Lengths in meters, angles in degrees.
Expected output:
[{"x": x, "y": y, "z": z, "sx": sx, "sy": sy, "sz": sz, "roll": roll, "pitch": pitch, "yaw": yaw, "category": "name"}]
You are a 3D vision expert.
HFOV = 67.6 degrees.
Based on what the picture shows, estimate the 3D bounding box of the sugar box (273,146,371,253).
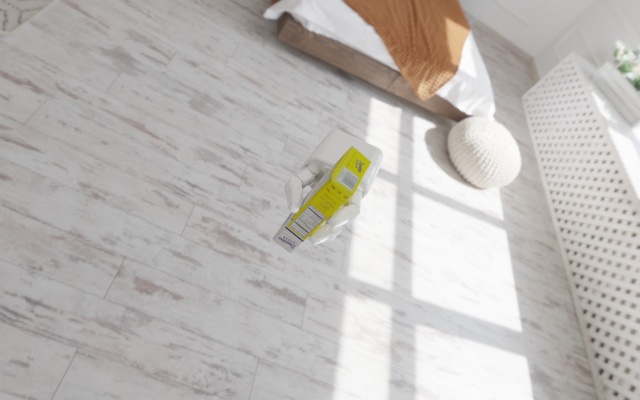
[{"x": 0.001, "y": 0.003, "z": 0.736, "sx": 0.176, "sy": 0.048, "sz": 0.093, "roll": -48, "pitch": 6, "yaw": 43, "category": "sugar box"}]
